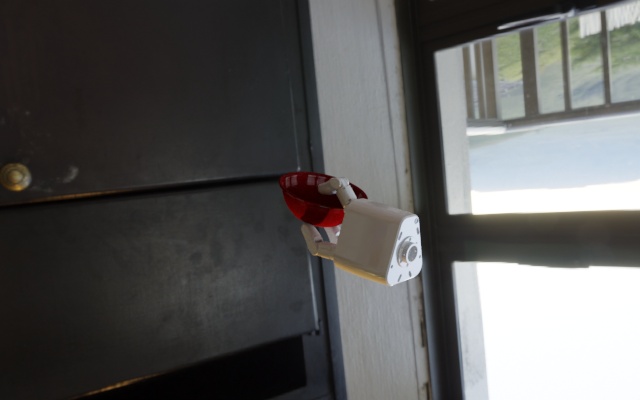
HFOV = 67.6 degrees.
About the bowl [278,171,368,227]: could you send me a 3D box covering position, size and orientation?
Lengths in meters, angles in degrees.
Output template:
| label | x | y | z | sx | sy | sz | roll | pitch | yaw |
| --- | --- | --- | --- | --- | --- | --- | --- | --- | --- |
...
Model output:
| label | x | y | z | sx | sy | sz | roll | pitch | yaw |
| --- | --- | --- | --- | --- | --- | --- | --- | --- | --- |
| bowl | -0.001 | 0.003 | 0.850 | 0.162 | 0.055 | 0.162 | 12 | 22 | -5 |
